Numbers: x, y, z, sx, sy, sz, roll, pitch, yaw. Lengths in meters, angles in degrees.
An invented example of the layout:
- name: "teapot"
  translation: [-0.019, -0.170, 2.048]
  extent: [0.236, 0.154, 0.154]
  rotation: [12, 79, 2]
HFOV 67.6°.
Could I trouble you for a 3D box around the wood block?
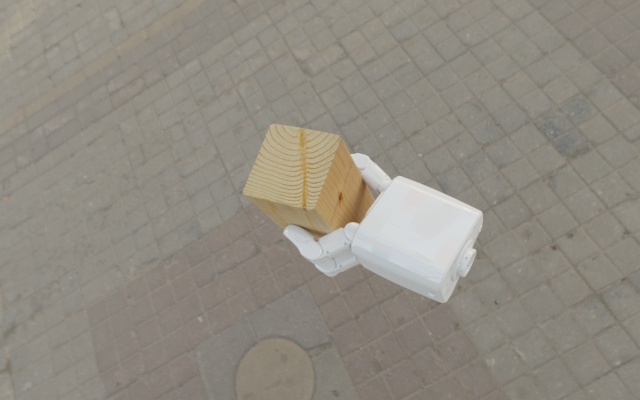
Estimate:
- name: "wood block"
  translation: [0.001, 0.002, 0.593]
  extent: [0.090, 0.090, 0.206]
  rotation: [13, -18, 24]
